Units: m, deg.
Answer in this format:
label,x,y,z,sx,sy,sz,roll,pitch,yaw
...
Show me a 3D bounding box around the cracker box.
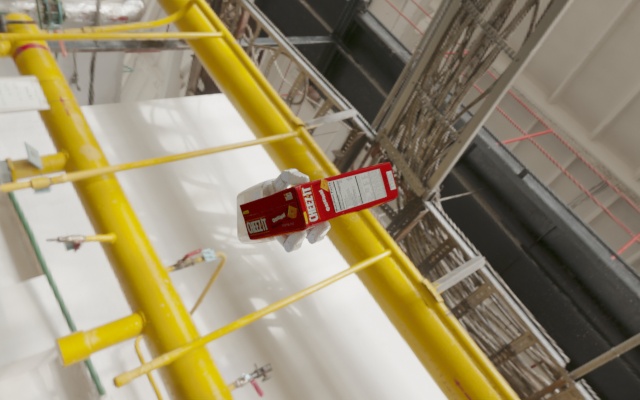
label,x,y,z,sx,sy,sz,roll,pitch,yaw
cracker box,0.000,0.002,0.803,0.213,0.072,0.164,-17,0,-39
